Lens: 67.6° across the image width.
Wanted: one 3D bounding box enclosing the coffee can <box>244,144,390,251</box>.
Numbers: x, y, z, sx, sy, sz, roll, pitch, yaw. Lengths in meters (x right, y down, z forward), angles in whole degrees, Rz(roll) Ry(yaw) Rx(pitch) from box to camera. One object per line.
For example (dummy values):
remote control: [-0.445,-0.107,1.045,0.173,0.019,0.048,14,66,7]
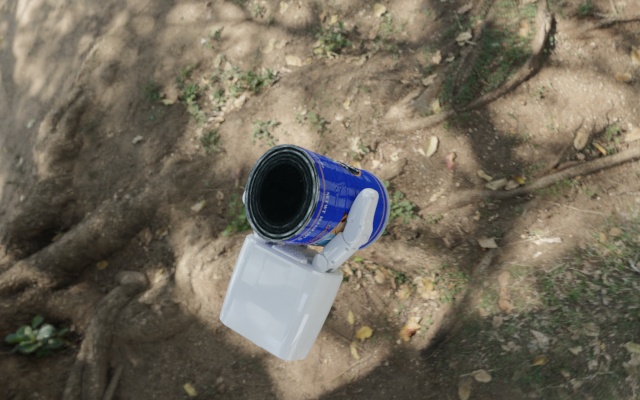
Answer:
coffee can: [0.000,0.002,0.541,0.103,0.103,0.140,0,-8,38]
